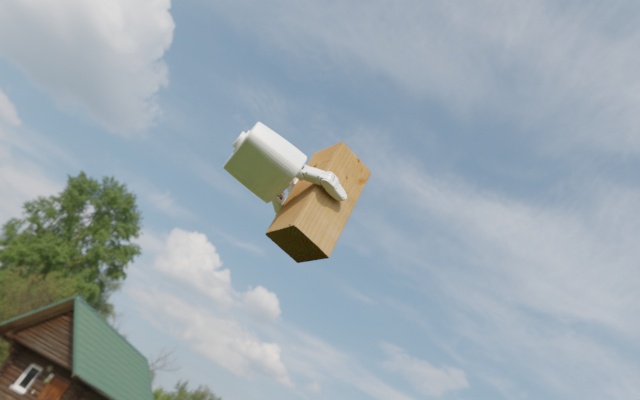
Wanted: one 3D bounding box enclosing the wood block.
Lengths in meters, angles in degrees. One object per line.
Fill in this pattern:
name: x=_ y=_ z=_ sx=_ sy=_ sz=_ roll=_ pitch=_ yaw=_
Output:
wood block: x=0.000 y=0.002 z=0.872 sx=0.090 sy=0.206 sz=0.091 roll=45 pitch=-36 yaw=-23
